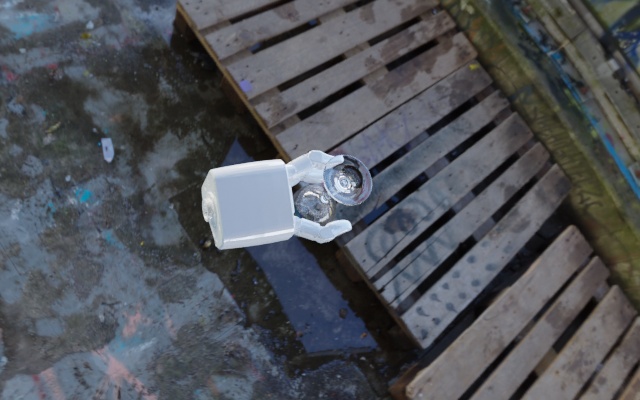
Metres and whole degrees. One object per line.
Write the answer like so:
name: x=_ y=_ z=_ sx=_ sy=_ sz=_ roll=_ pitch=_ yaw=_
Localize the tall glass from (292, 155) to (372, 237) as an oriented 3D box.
tall glass: x=0.001 y=0.002 z=0.742 sx=0.079 sy=0.079 sz=0.201 roll=0 pitch=-18 yaw=-23
